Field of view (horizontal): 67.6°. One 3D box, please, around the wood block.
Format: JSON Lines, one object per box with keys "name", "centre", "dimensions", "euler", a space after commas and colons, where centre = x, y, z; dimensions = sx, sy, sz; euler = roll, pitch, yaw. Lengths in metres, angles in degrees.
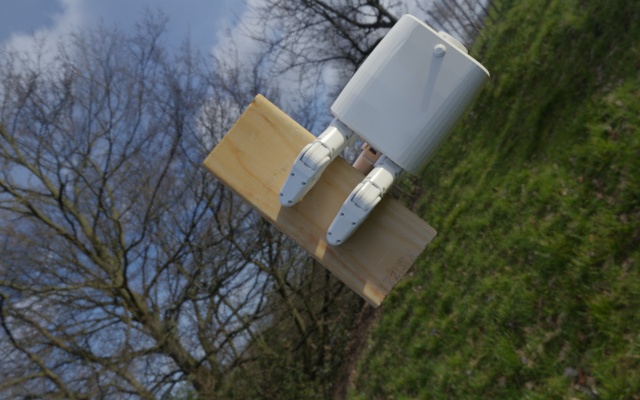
{"name": "wood block", "centre": [0.000, 0.001, 0.472], "dimensions": [0.206, 0.090, 0.091], "euler": [39, 1, 7]}
